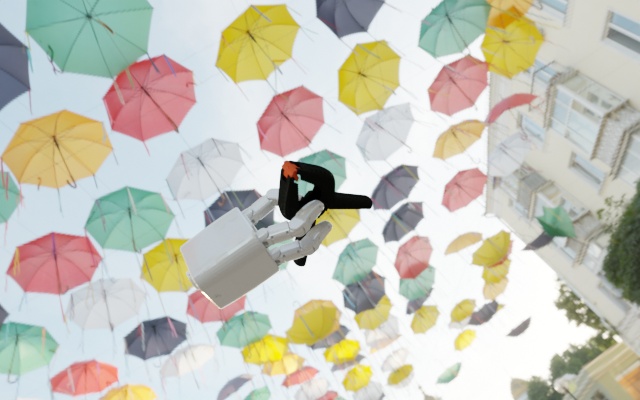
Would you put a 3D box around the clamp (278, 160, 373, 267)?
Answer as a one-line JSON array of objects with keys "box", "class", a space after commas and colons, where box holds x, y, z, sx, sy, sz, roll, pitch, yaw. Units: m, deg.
[{"box": [-0.001, 0.002, 0.724, 0.036, 0.164, 0.210, 45, -13, 36], "class": "clamp"}]
